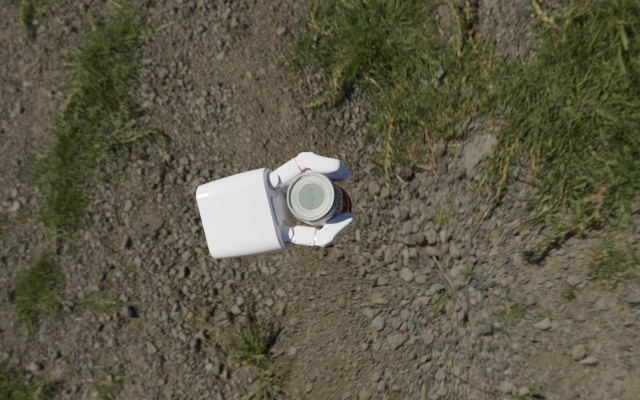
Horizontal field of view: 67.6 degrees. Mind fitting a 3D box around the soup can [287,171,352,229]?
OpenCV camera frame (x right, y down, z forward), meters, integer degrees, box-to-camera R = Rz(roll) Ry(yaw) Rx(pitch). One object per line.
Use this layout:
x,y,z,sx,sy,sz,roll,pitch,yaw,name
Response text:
0.001,0.002,0.662,0.068,0.068,0.102,0,-9,16,soup can
